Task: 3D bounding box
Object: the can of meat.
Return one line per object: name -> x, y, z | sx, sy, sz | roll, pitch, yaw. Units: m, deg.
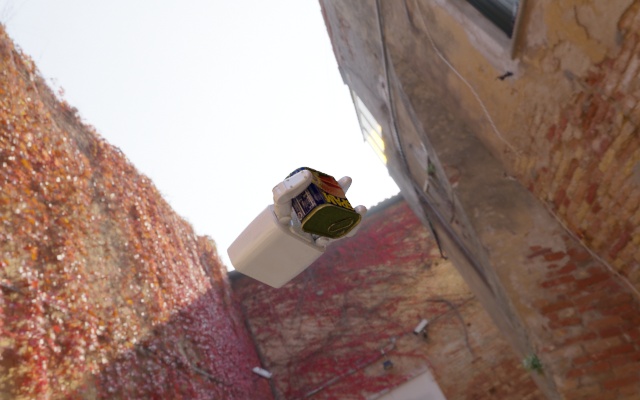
can of meat -> 0.000, 0.002, 0.697 | 0.057, 0.084, 0.102 | -45, -35, 22
